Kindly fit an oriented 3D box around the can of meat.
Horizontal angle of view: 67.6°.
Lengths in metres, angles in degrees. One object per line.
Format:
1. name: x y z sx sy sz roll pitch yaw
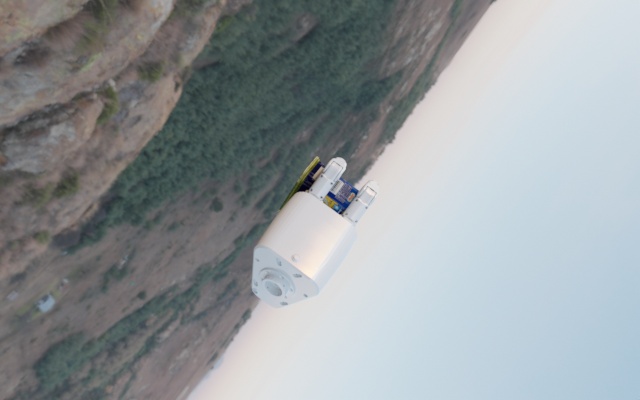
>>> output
1. can of meat: 0.000 0.002 0.677 0.057 0.084 0.102 -53 -1 -45
